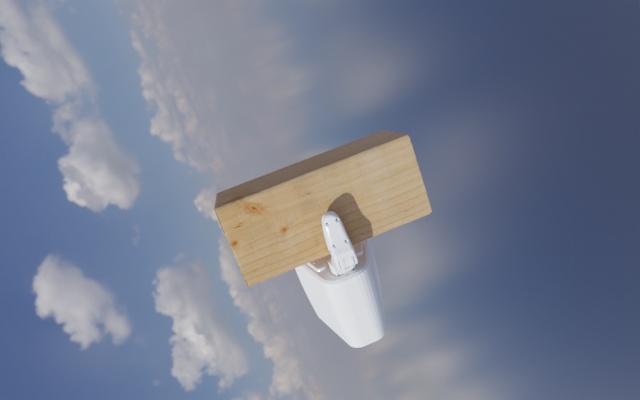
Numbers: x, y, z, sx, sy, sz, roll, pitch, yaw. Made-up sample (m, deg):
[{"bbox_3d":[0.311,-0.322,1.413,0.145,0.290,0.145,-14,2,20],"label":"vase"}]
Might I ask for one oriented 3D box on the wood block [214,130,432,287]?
[{"bbox_3d":[0.000,0.002,0.518,0.206,0.090,0.091,-22,15,-6],"label":"wood block"}]
